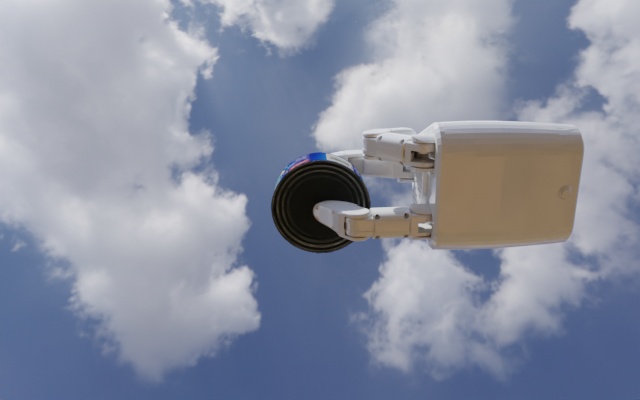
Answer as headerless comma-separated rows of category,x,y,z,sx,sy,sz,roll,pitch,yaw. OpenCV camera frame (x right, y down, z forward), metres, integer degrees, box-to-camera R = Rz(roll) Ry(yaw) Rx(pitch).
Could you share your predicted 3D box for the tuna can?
tuna can,0.000,0.001,0.425,0.086,0.086,0.033,0,20,-2
